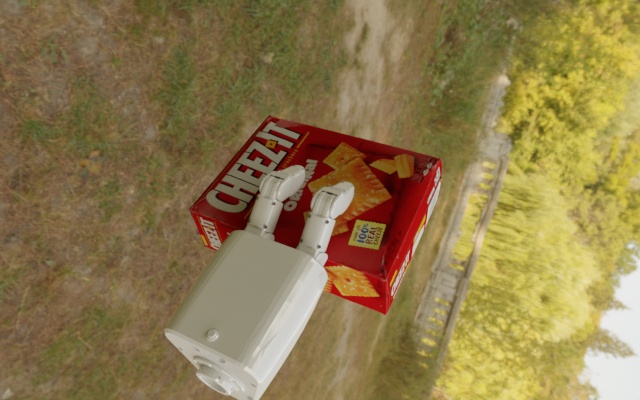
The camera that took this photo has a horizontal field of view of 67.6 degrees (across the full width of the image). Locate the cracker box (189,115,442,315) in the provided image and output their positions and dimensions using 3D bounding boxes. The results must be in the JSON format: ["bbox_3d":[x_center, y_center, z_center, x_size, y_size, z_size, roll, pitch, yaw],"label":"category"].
[{"bbox_3d":[0.000,0.002,0.502,0.213,0.164,0.072,18,-37,21],"label":"cracker box"}]
